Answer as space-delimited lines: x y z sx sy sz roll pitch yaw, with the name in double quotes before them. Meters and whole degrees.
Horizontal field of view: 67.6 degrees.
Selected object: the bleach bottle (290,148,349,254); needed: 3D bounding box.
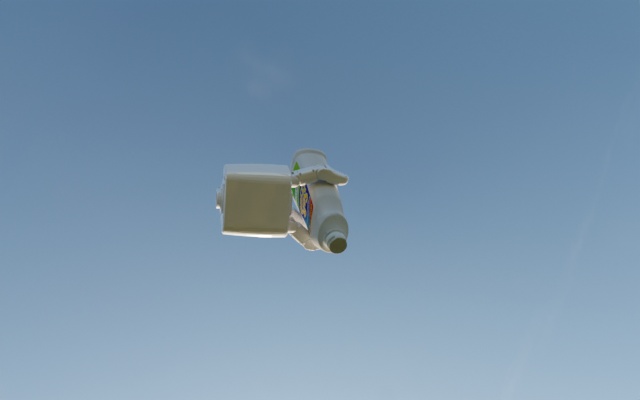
"bleach bottle" 0.000 0.003 0.814 0.068 0.103 0.250 3 26 -16
